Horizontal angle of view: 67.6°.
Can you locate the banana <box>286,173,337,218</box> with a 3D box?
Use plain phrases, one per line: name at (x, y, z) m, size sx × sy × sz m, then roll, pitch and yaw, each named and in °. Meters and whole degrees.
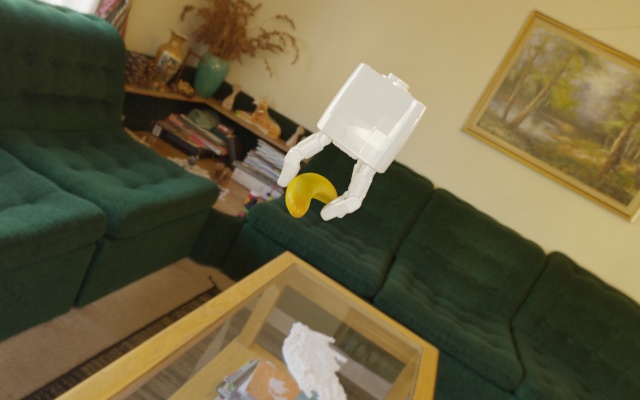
banana at (-0.011, -0.011, 0.699) m, size 0.069 × 0.037 × 0.198 m, roll 45°, pitch 16°, yaw 14°
